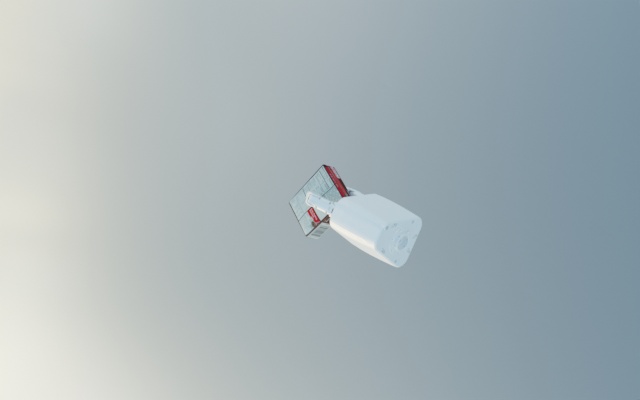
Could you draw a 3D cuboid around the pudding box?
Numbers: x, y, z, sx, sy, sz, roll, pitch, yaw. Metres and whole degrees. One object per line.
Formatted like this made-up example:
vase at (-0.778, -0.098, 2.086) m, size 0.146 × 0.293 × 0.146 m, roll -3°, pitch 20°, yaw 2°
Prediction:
pudding box at (0.000, 0.003, 0.889) m, size 0.039 × 0.090 × 0.113 m, roll 16°, pitch -52°, yaw -47°
